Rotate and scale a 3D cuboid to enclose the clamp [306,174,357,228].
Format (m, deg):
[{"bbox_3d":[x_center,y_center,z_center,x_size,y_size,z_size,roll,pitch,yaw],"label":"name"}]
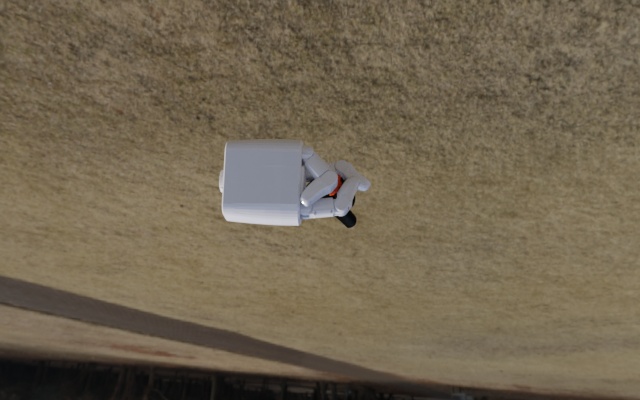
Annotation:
[{"bbox_3d":[0.000,0.003,0.749,0.120,0.039,0.171,1,-23,2],"label":"clamp"}]
